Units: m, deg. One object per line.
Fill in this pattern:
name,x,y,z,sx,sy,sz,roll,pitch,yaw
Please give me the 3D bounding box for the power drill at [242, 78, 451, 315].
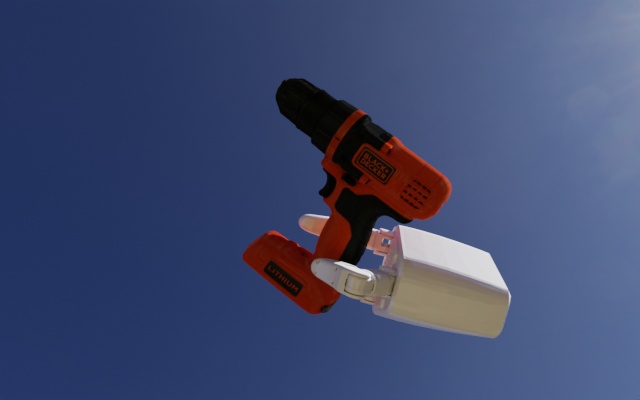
power drill,0.000,0.002,0.457,0.184,0.188,0.057,38,25,11
